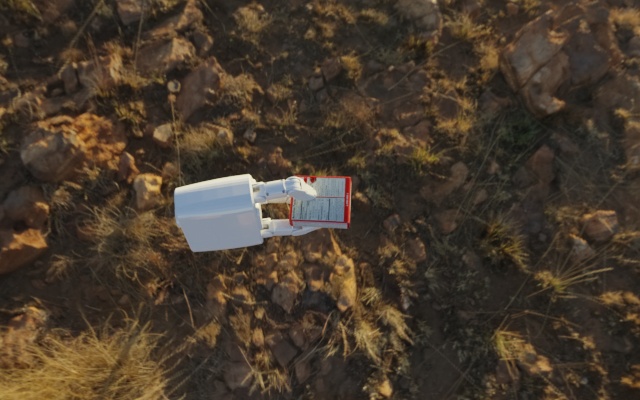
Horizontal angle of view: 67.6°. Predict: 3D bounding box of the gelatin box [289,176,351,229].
[{"bbox_3d":[0.000,0.002,0.709,0.089,0.073,0.030,2,-22,4],"label":"gelatin box"}]
